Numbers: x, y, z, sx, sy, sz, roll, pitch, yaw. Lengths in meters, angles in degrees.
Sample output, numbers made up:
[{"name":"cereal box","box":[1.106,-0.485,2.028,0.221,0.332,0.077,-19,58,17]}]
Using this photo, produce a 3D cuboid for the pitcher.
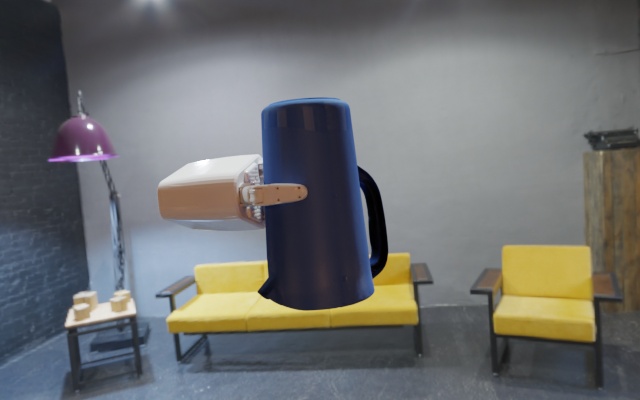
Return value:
[{"name":"pitcher","box":[0.000,0.002,0.591,0.145,0.243,0.149,-3,4,14]}]
